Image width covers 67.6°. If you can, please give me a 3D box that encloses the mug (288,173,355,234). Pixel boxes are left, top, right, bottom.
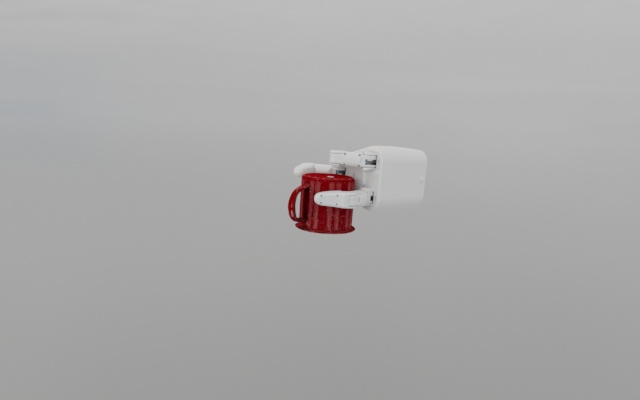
[{"bbox_3d":[-0.001,0.002,0.723,0.117,0.081,0.093,-3,11,-37],"label":"mug"}]
